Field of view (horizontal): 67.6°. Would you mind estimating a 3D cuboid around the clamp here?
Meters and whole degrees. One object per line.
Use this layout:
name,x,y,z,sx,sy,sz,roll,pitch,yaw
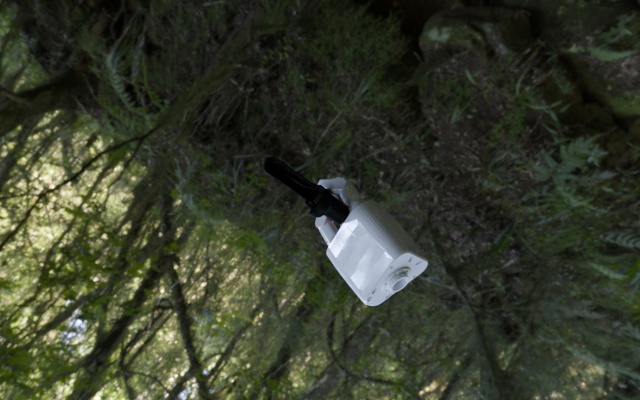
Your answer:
clamp,0.000,0.003,0.687,0.171,0.039,0.120,28,19,-49
